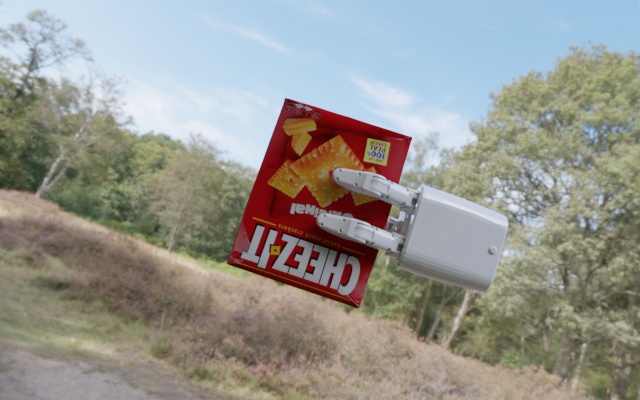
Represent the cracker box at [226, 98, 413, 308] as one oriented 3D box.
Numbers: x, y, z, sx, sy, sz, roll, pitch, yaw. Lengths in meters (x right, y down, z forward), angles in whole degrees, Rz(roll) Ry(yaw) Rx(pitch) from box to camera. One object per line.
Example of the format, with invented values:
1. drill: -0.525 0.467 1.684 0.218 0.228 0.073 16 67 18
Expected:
1. cracker box: 0.000 0.002 0.581 0.164 0.213 0.072 18 -8 0
